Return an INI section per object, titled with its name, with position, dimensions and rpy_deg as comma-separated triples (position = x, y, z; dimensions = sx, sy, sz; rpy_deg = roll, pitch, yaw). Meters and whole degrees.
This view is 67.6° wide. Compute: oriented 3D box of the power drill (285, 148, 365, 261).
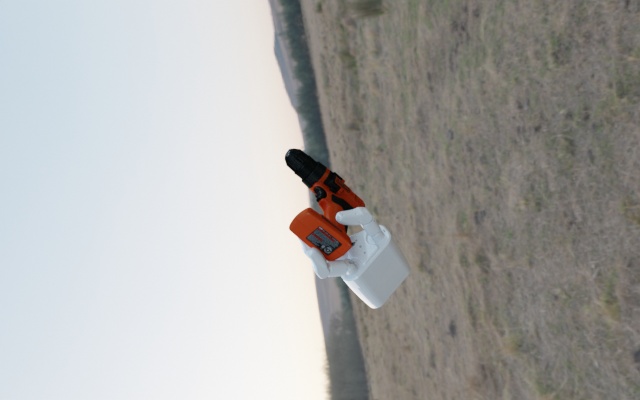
[power drill]
position = 0.000, 0.003, 0.830
dimensions = 0.184, 0.057, 0.187
rpy_deg = 38, 30, -14
